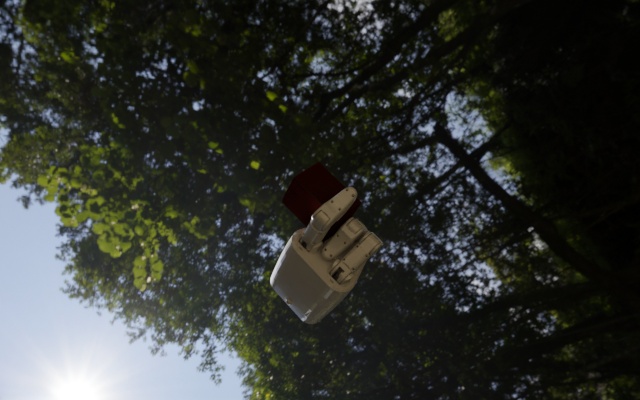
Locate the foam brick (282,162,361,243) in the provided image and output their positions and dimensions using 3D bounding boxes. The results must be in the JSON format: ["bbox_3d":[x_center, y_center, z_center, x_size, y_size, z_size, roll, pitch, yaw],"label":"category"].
[{"bbox_3d":[0.000,0.002,0.599,0.053,0.078,0.051,-33,-17,-41],"label":"foam brick"}]
